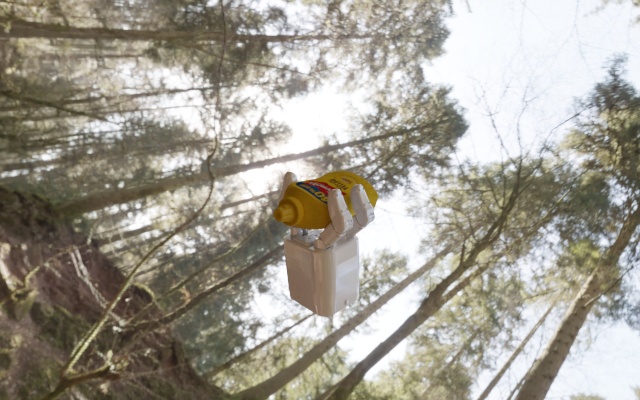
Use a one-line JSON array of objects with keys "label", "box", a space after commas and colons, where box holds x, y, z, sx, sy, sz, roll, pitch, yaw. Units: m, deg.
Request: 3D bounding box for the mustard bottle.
[{"label": "mustard bottle", "box": [0.000, 0.002, 0.724, 0.096, 0.058, 0.191, 34, 31, 28]}]
